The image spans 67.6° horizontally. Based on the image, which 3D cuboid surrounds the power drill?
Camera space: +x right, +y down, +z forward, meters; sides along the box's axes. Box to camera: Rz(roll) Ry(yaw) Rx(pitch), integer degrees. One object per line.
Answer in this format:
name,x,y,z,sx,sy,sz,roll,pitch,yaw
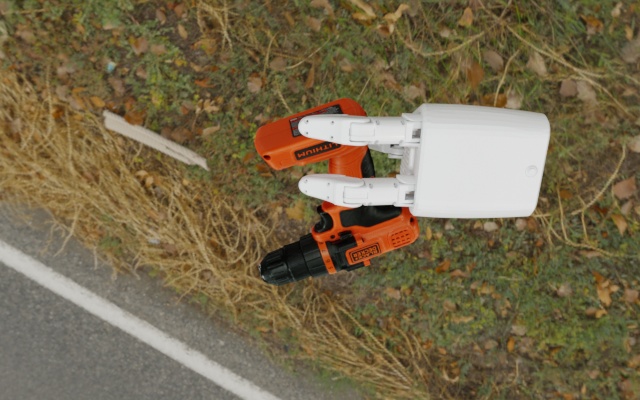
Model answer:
power drill,0.000,0.001,0.492,0.184,0.188,0.057,-20,39,1
